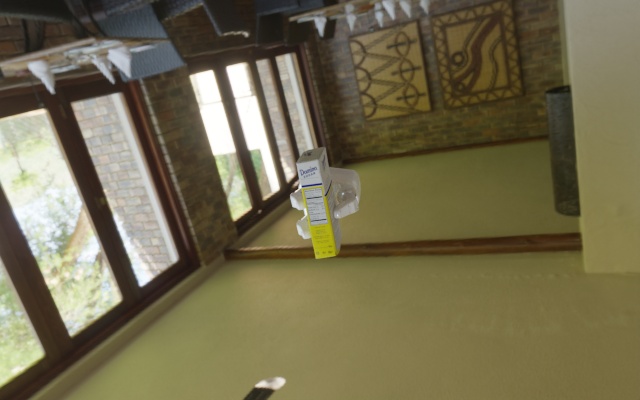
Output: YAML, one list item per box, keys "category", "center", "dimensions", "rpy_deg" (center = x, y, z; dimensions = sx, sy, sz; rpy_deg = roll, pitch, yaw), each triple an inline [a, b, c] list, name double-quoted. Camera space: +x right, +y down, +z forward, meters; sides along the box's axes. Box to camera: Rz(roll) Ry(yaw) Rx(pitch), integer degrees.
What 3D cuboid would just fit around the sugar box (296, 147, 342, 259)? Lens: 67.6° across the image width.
- category: "sugar box"
  center: [0.000, 0.003, 0.838]
  dimensions: [0.048, 0.176, 0.093]
  rpy_deg: [-10, 17, 11]
